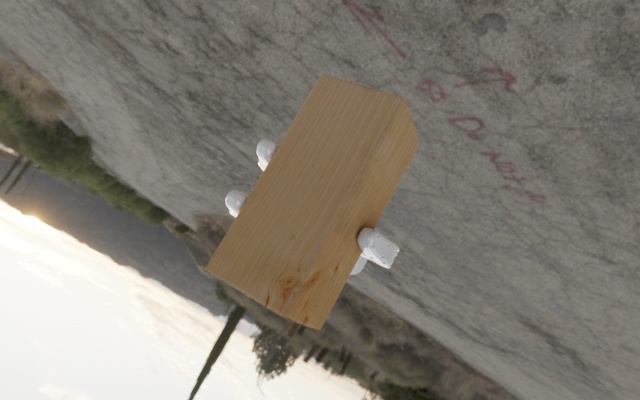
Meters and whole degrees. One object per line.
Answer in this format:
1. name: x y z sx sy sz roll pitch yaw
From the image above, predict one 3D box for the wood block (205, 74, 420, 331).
1. wood block: 0.000 0.002 0.440 0.091 0.206 0.090 24 -11 27
